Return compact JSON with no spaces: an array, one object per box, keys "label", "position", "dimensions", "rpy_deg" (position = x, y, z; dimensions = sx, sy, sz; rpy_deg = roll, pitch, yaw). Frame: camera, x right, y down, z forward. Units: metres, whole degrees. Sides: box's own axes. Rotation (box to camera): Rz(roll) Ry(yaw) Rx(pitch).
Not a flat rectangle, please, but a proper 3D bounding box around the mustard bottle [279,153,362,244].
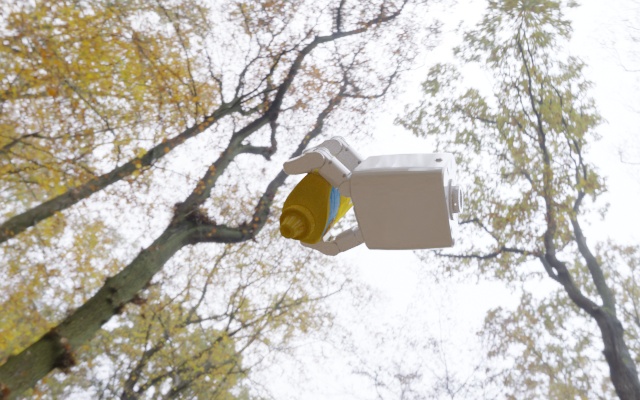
[{"label":"mustard bottle","position":[0.000,0.002,0.607],"dimensions":[0.058,0.096,0.191],"rpy_deg":[21,28,15]}]
